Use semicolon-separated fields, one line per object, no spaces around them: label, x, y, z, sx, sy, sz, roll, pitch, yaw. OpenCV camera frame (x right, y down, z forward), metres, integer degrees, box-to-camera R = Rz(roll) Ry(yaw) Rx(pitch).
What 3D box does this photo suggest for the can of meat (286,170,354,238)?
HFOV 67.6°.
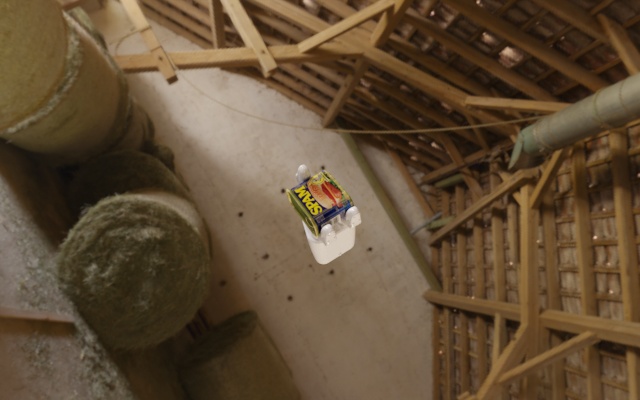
can of meat;0.000;0.003;0.860;0.084;0.102;0.057;-30;-34;-13
